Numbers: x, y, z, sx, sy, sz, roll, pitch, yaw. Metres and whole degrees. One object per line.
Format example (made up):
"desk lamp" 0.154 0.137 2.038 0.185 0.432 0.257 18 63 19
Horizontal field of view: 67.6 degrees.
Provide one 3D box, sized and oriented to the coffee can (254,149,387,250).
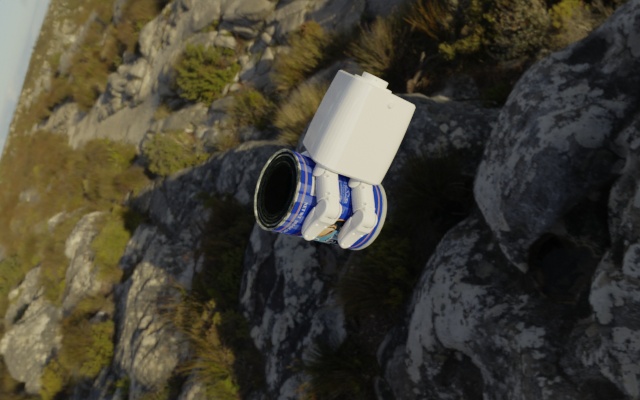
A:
"coffee can" 0.000 0.002 0.618 0.140 0.103 0.103 16 -9 -34
